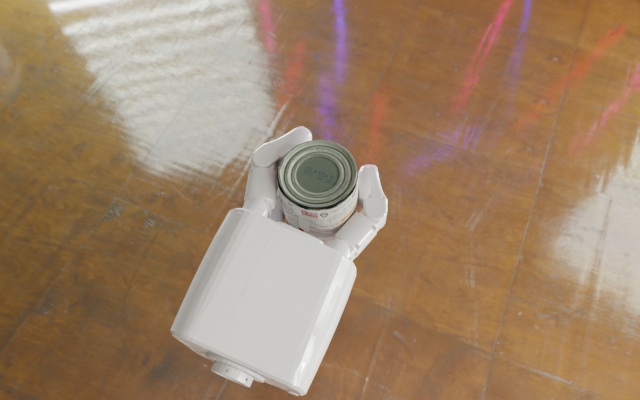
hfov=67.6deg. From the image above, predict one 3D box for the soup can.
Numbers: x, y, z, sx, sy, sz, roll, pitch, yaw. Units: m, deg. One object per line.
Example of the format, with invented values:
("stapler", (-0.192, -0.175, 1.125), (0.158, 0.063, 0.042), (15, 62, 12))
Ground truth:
("soup can", (0.000, 0.001, 0.428), (0.068, 0.068, 0.102), (0, -29, 4))
